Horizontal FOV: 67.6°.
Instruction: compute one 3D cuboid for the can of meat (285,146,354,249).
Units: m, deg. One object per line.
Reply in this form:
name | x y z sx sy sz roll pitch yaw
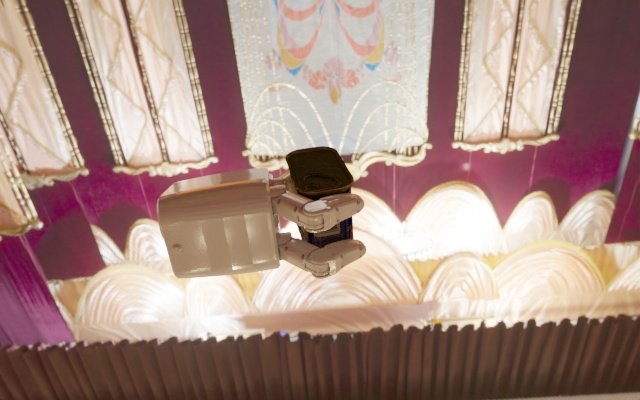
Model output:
can of meat | 0.000 0.002 0.506 0.057 0.084 0.102 -10 30 -9
